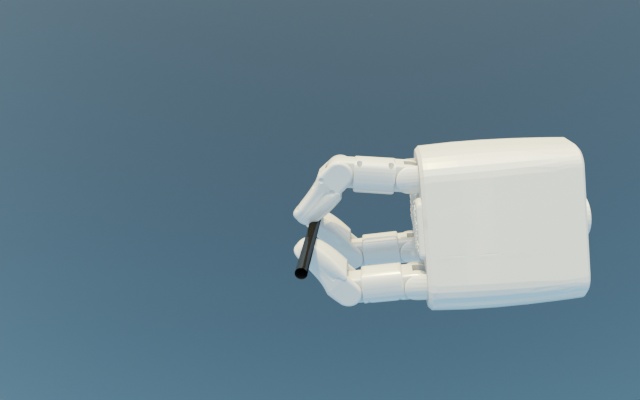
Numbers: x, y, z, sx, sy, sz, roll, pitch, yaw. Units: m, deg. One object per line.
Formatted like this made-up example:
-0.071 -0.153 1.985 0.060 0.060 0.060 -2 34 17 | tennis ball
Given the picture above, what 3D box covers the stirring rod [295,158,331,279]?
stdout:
0.000 0.001 0.402 0.011 0.011 0.239 0 21 6 | stirring rod
